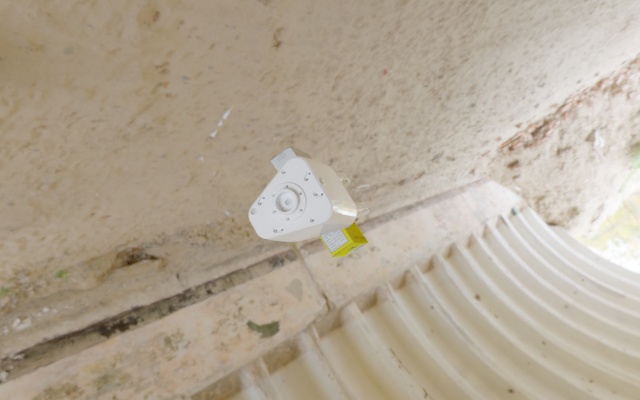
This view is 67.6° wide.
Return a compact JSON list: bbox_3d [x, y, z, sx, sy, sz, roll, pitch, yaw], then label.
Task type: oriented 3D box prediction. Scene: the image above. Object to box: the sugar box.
[{"bbox_3d":[0.001,0.002,0.731,0.048,0.176,0.093,-34,-14,13],"label":"sugar box"}]
